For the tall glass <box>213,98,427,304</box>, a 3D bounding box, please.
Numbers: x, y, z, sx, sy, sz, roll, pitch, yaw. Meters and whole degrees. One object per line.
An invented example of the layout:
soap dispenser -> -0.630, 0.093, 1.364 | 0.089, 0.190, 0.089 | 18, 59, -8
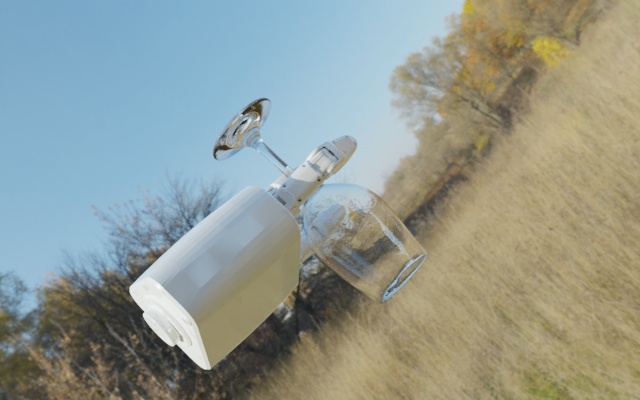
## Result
tall glass -> 0.000, 0.001, 0.429 | 0.201, 0.079, 0.079 | 42, 6, 6
